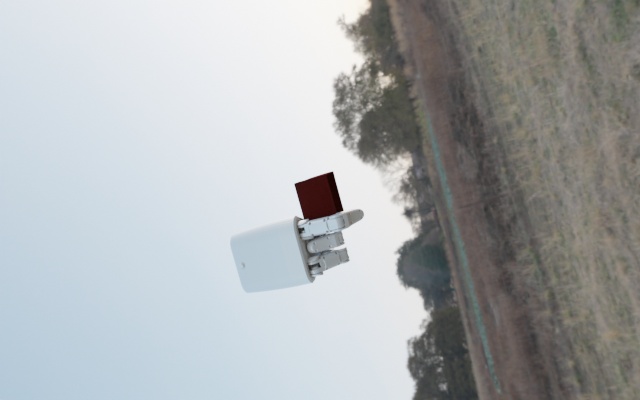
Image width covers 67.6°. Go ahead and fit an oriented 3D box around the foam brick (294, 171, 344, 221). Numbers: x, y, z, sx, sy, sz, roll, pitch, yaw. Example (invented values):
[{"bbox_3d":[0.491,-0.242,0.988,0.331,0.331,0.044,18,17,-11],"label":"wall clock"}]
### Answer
[{"bbox_3d":[0.000,0.002,0.700,0.051,0.078,0.053,-14,4,15],"label":"foam brick"}]
